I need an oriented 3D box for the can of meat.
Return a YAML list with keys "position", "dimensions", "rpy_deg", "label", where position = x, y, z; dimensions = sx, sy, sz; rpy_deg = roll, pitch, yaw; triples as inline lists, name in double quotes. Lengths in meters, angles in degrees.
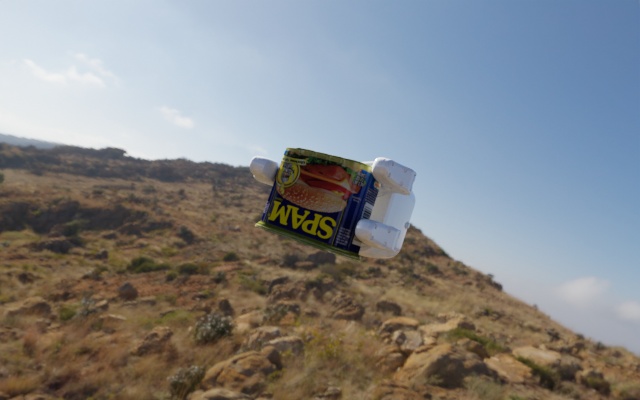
- position: [0.000, 0.001, 0.449]
  dimensions: [0.102, 0.084, 0.057]
  rpy_deg: [17, -4, 29]
  label: "can of meat"
